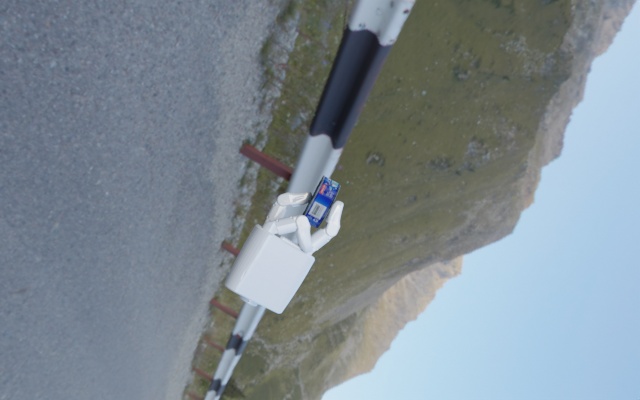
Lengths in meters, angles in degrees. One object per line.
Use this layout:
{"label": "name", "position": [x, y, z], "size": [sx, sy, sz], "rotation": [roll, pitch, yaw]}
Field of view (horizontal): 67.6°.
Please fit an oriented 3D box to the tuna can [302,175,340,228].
{"label": "tuna can", "position": [0.001, 0.003, 0.810], "size": [0.034, 0.086, 0.086], "rotation": [28, -2, -3]}
